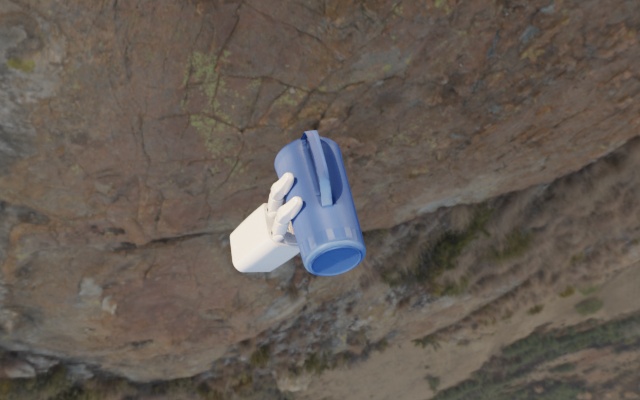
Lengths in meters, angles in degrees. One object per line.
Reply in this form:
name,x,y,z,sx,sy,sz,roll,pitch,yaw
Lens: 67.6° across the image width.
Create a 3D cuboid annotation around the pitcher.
pitcher,0.000,0.003,0.860,0.145,0.242,0.149,-37,-42,25
